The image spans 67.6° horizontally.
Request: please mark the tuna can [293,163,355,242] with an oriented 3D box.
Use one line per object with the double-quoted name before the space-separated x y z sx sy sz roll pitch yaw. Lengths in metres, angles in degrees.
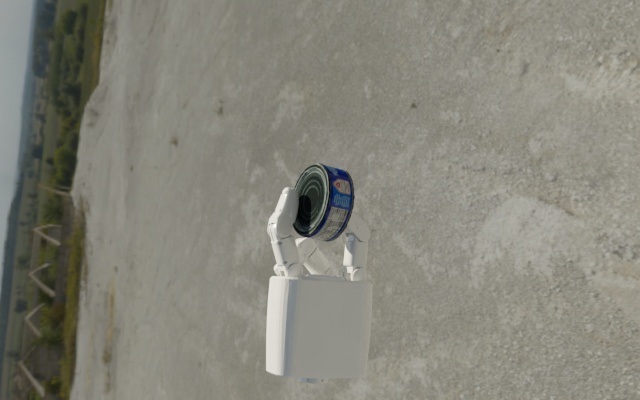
"tuna can" 0.000 0.002 0.539 0.034 0.086 0.086 13 -7 -31
